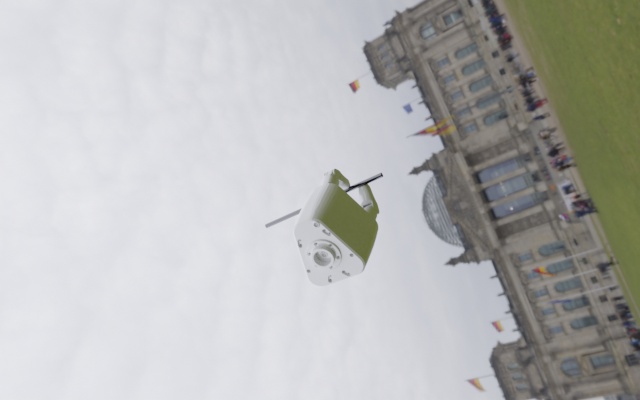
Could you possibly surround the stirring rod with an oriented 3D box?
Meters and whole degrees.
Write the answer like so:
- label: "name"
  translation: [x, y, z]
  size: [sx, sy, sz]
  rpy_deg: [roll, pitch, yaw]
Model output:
- label: "stirring rod"
  translation: [0.000, 0.003, 0.821]
  size: [0.239, 0.011, 0.011]
  rpy_deg: [-24, -11, 26]
